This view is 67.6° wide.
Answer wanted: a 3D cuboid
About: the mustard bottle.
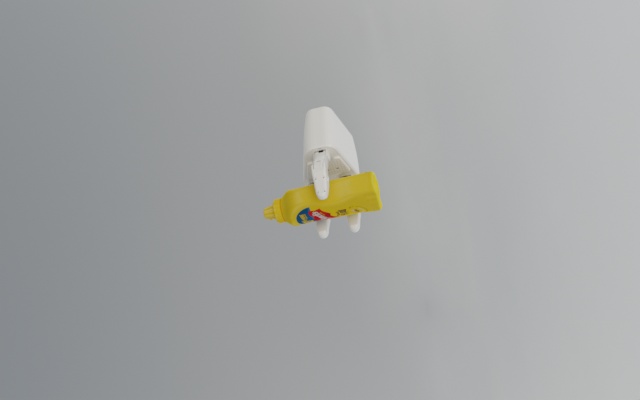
[{"bbox_3d":[0.000,0.003,0.776,0.191,0.058,0.096,-11,-17,10],"label":"mustard bottle"}]
